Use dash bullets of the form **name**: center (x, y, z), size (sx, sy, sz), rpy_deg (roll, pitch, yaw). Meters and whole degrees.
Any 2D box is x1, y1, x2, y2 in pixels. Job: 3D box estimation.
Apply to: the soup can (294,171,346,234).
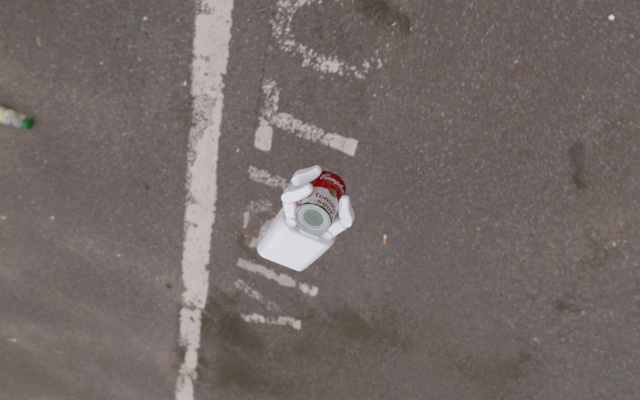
- **soup can**: center (0.000, 0.003, 0.838), size (0.068, 0.068, 0.102), rpy_deg (0, 35, 20)
